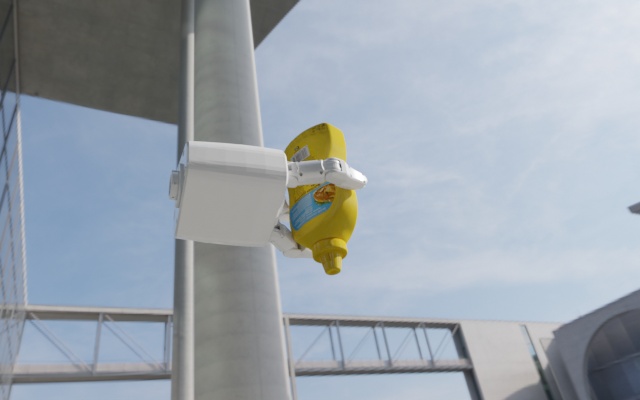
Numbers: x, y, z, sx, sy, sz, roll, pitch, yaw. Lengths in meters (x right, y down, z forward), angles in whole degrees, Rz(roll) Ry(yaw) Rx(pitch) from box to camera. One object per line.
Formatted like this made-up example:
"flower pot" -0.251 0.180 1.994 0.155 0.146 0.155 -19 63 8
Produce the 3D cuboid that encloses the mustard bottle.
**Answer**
"mustard bottle" 0.000 0.002 0.588 0.096 0.191 0.058 -34 -41 32
